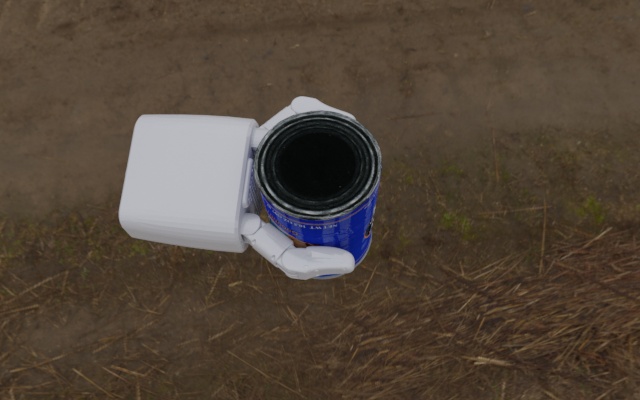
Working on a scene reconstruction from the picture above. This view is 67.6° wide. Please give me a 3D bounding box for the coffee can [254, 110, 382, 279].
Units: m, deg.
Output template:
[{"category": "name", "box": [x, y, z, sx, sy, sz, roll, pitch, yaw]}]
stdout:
[{"category": "coffee can", "box": [0.000, 0.002, 0.439, 0.103, 0.102, 0.140, 0, -28, 2]}]
